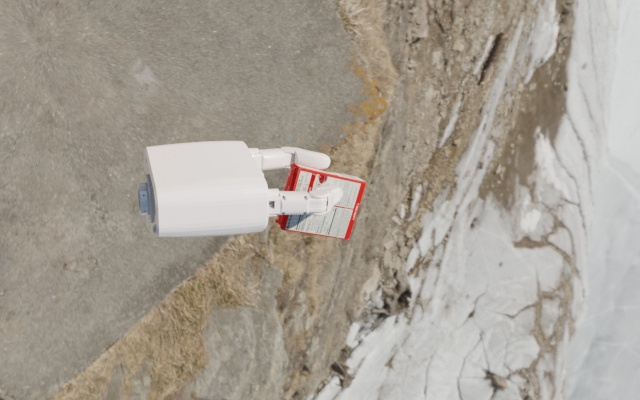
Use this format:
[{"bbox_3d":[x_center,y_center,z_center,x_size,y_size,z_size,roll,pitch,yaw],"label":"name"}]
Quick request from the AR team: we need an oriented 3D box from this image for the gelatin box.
[{"bbox_3d":[0.001,0.002,0.549,0.089,0.073,0.030,11,13,-24],"label":"gelatin box"}]
